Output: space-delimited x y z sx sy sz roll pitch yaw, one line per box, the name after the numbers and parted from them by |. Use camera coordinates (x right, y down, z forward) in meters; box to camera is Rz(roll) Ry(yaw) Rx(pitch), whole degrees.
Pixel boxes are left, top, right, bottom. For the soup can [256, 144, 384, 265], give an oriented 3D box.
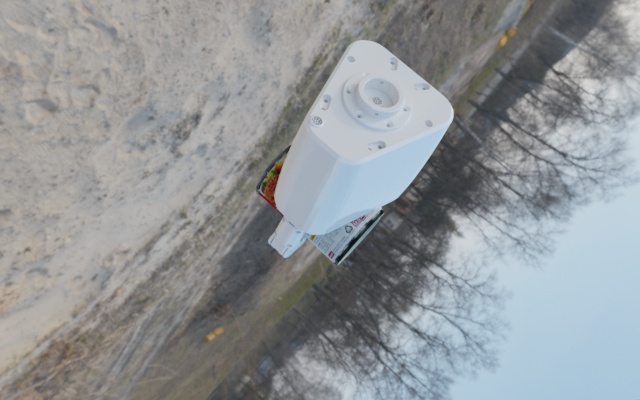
0.000 0.002 0.443 0.102 0.068 0.068 42 7 9 | soup can
